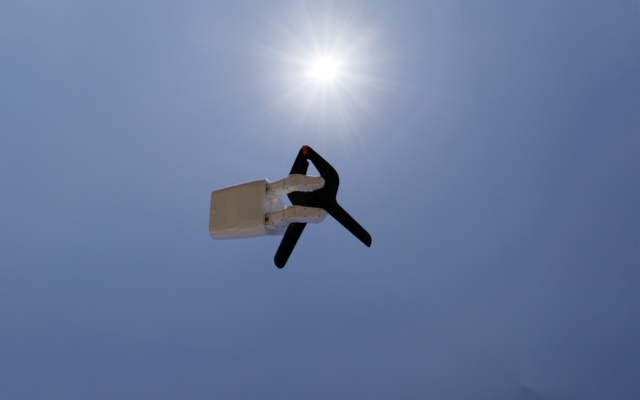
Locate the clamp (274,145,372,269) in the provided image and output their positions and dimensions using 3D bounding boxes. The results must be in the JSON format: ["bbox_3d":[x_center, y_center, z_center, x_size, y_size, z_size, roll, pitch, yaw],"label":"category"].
[{"bbox_3d":[0.000,0.002,0.794,0.164,0.210,0.036,-8,-23,17],"label":"clamp"}]
